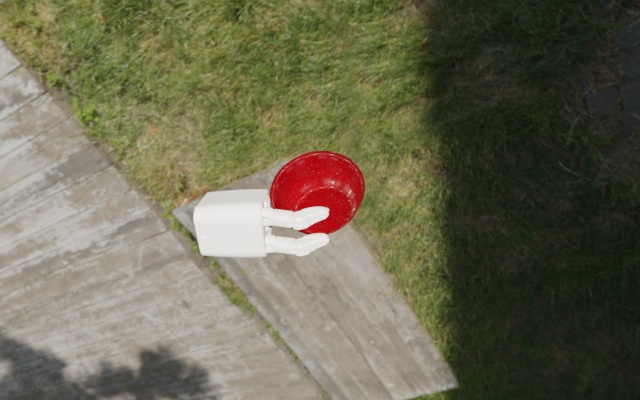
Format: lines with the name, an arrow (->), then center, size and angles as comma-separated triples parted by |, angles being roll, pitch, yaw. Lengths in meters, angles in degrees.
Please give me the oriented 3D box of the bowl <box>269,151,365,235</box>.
bowl -> 0.001, 0.002, 0.773 | 0.162, 0.162, 0.055 | 0, 34, -13
